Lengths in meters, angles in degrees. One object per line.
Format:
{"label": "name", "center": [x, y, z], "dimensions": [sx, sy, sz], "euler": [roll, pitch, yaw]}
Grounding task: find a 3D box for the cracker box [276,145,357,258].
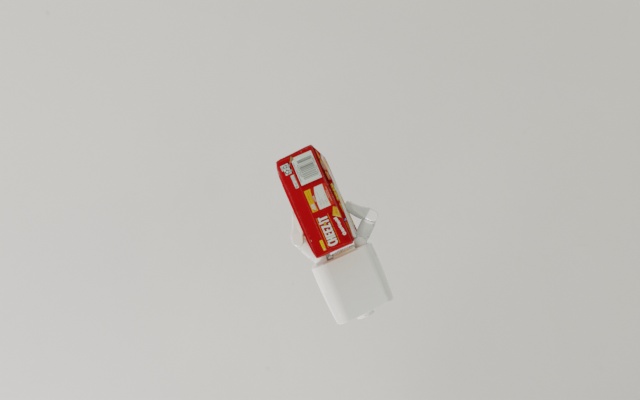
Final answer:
{"label": "cracker box", "center": [0.000, 0.003, 0.821], "dimensions": [0.072, 0.164, 0.213], "euler": [-24, -2, 5]}
